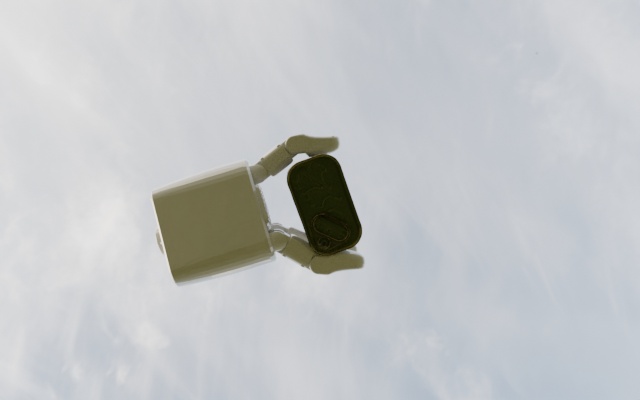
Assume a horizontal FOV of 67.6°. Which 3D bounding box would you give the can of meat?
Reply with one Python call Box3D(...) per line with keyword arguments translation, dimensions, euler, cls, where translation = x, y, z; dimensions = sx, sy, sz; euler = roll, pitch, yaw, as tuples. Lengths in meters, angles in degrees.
Box3D(translation=(0.000, 0.002, 0.524), dimensions=(0.057, 0.102, 0.084), euler=(-20, 7, -4), cls="can of meat")
